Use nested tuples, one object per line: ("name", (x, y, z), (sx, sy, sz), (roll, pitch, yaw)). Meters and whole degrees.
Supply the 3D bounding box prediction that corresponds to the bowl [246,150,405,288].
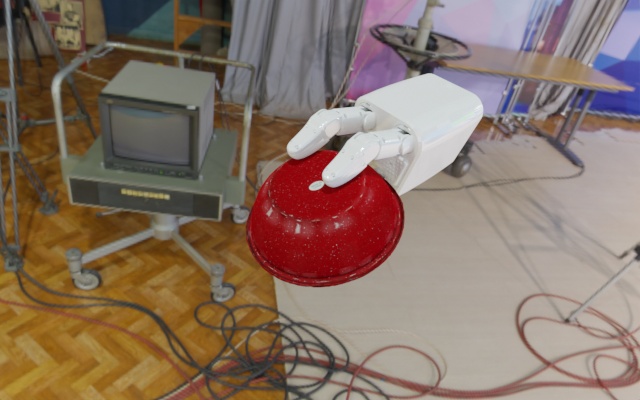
("bowl", (-0.001, 0.002, 0.464), (0.162, 0.162, 0.055), (0, -41, 11))
